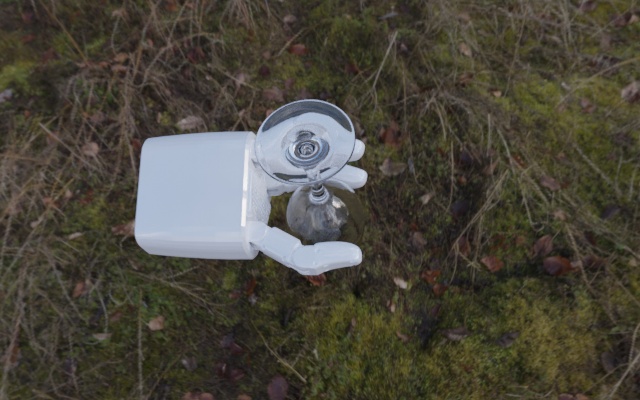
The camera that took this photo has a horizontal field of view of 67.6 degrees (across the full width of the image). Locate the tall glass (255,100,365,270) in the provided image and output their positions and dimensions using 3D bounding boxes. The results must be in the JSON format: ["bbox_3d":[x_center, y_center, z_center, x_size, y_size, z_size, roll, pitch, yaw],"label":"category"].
[{"bbox_3d":[0.000,0.001,0.432,0.079,0.079,0.201,0,-27,8],"label":"tall glass"}]
